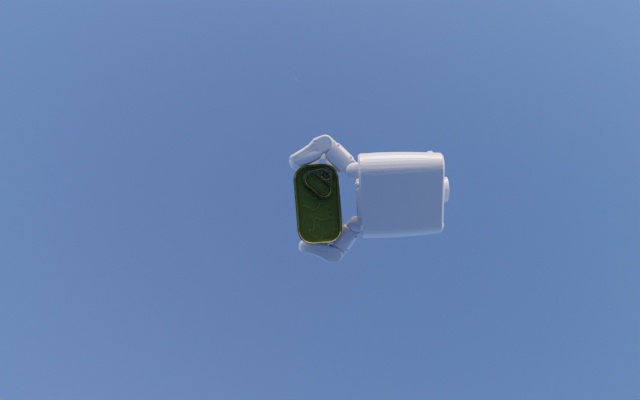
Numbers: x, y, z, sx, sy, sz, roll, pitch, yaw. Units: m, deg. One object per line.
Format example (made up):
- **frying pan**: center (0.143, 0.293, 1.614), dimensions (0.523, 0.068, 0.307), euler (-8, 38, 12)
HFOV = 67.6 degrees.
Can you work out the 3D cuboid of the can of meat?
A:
- **can of meat**: center (0.000, 0.002, 0.642), dimensions (0.057, 0.102, 0.084), euler (-4, 3, 5)
